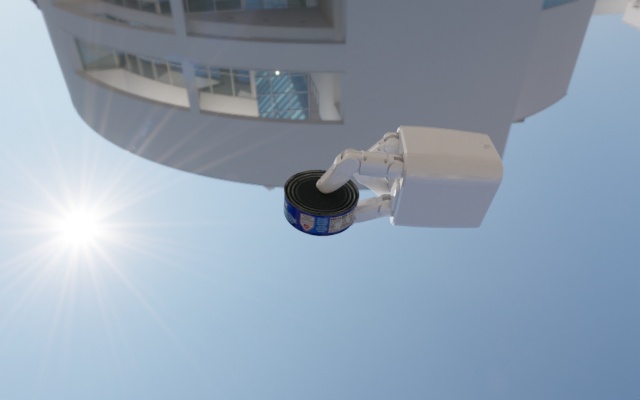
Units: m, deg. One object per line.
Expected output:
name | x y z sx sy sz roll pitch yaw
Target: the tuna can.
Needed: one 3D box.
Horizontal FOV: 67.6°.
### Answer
tuna can | 0.000 0.002 0.548 0.086 0.034 0.086 4 37 -3
